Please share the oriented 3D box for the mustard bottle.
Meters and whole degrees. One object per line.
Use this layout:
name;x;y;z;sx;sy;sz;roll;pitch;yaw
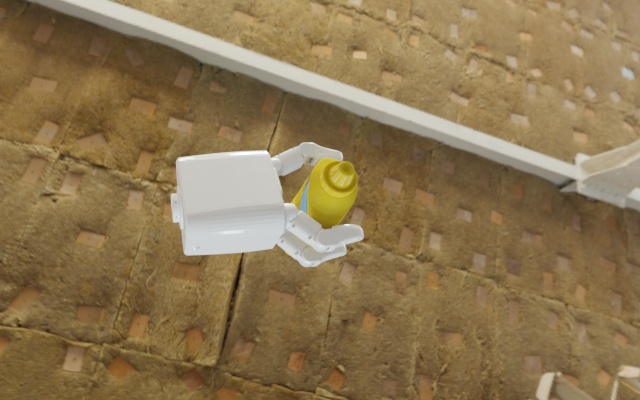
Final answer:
mustard bottle;0.000;0.002;0.590;0.058;0.096;0.192;18;-27;-9
